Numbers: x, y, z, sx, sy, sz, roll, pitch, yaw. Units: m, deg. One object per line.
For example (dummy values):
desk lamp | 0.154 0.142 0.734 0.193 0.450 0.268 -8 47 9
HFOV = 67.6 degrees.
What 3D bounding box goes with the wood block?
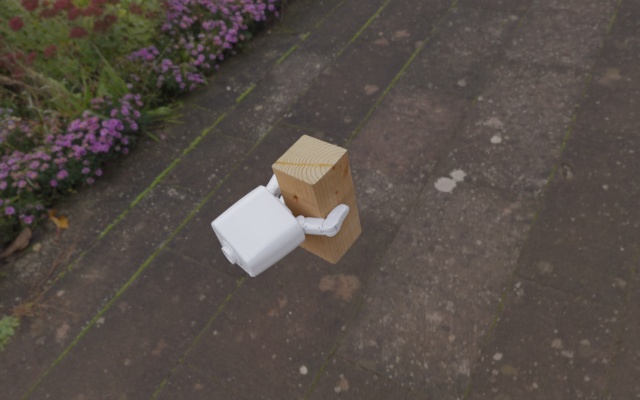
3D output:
wood block | 0.000 0.003 0.825 0.091 0.206 0.090 25 58 31
